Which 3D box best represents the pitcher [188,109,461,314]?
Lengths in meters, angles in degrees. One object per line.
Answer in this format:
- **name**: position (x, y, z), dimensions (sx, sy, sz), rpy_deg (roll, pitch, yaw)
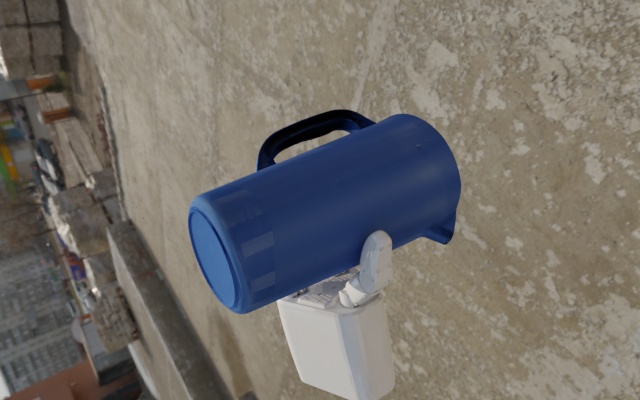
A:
- **pitcher**: position (0.000, 0.002, 0.461), dimensions (0.243, 0.145, 0.149), rpy_deg (-22, 21, -30)
